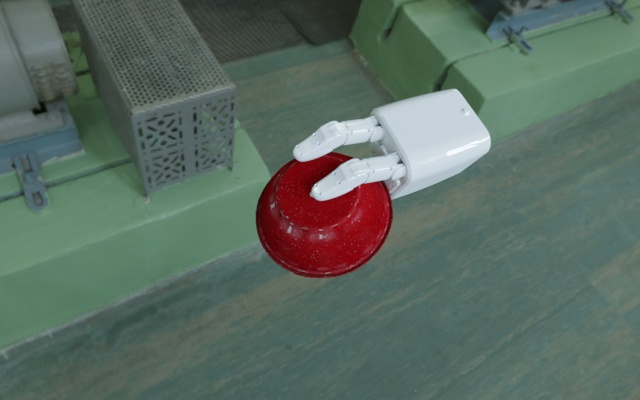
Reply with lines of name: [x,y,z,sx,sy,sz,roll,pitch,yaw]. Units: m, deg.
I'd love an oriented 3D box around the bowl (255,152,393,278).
bowl: [-0.001,0.002,0.534,0.162,0.162,0.055,0,-27,8]
